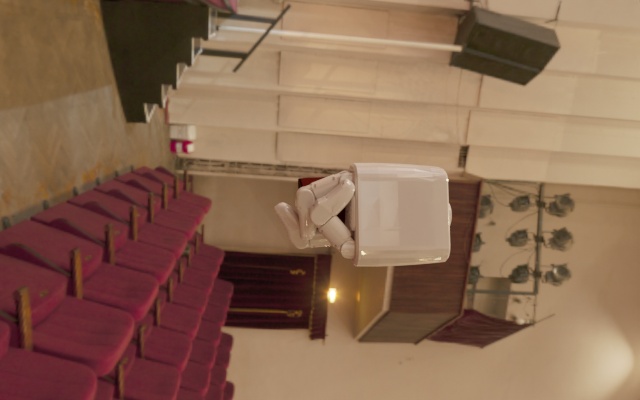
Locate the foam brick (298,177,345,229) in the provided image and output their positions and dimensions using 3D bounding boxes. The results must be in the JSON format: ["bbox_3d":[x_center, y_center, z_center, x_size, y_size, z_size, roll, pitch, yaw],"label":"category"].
[{"bbox_3d":[0.000,0.002,0.593,0.051,0.053,0.078,-3,11,-5],"label":"foam brick"}]
